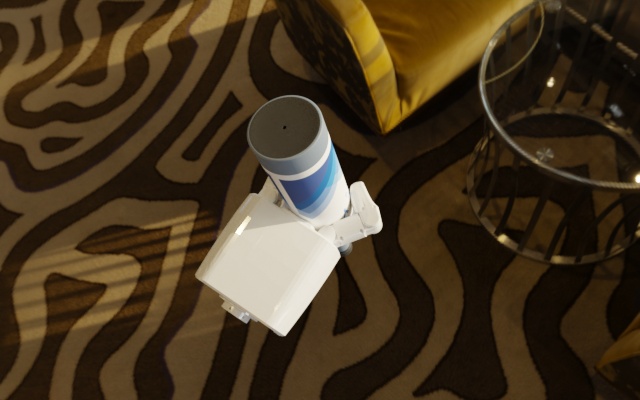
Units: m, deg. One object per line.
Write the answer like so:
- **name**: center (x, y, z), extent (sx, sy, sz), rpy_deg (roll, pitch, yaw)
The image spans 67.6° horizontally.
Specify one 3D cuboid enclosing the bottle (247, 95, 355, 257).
- **bottle**: center (0.000, 0.002, 0.528), extent (0.069, 0.069, 0.296), rpy_deg (0, -25, 13)
